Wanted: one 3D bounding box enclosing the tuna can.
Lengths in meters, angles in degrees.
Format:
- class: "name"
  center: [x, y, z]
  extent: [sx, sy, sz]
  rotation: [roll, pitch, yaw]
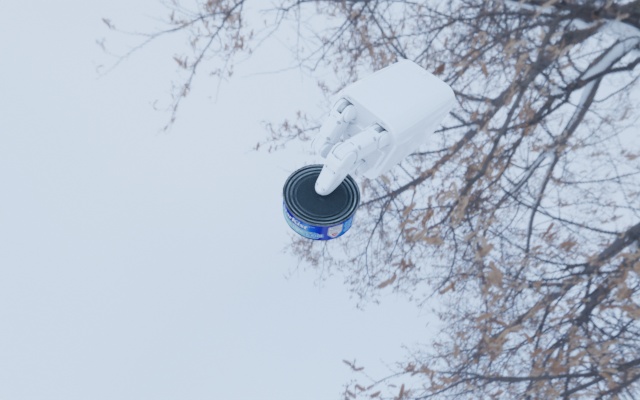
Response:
- class: "tuna can"
  center: [0.000, 0.002, 0.534]
  extent: [0.086, 0.086, 0.034]
  rotation: [0, -37, -6]
